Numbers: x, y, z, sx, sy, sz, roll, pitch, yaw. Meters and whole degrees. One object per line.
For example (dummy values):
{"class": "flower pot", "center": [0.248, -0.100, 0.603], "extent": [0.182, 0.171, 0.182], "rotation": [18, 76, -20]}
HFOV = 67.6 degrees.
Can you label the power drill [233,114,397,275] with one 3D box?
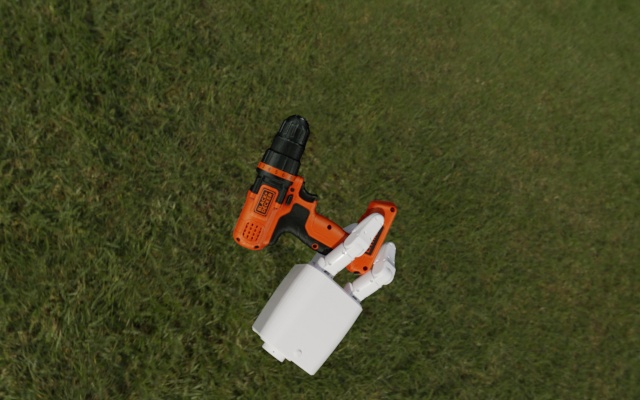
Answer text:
{"class": "power drill", "center": [0.000, 0.002, 0.627], "extent": [0.187, 0.184, 0.057], "rotation": [23, 5, -4]}
